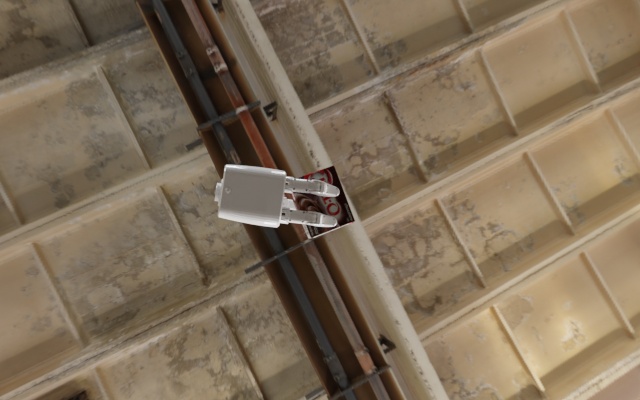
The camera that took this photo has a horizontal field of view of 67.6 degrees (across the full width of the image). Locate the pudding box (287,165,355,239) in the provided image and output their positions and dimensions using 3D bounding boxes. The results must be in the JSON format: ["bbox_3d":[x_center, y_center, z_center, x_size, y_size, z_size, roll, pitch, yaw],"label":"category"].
[{"bbox_3d":[0.000,0.003,0.870,0.090,0.113,0.039,-20,0,-15],"label":"pudding box"}]
